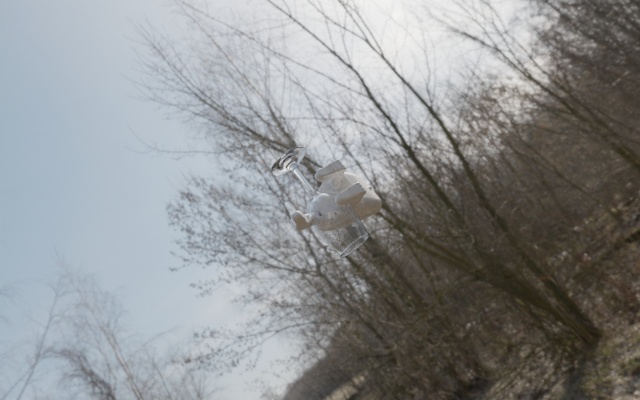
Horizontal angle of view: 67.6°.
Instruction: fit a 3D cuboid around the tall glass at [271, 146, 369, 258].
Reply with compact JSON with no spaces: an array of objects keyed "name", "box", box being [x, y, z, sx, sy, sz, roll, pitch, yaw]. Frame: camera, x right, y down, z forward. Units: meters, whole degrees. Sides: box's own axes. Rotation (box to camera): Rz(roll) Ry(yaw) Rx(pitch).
[{"name":"tall glass","box":[0.000,0.002,0.834,0.079,0.201,0.079,-34,-18,-13]}]
